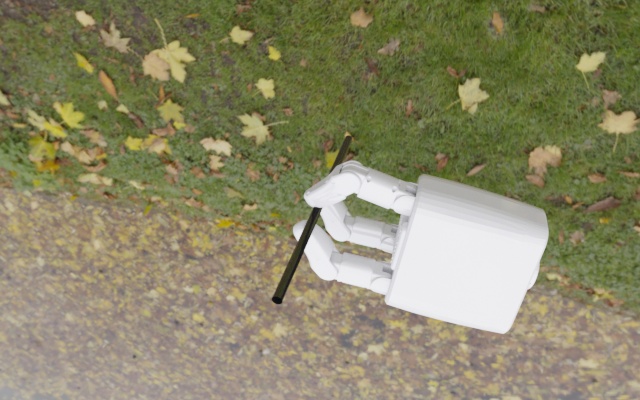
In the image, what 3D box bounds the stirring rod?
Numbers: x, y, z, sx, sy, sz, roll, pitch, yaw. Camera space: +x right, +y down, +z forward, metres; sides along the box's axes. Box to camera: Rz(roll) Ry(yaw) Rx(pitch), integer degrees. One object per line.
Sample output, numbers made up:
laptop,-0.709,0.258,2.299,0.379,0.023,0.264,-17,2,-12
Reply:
stirring rod,0.000,0.001,0.431,0.011,0.011,0.239,0,35,18
